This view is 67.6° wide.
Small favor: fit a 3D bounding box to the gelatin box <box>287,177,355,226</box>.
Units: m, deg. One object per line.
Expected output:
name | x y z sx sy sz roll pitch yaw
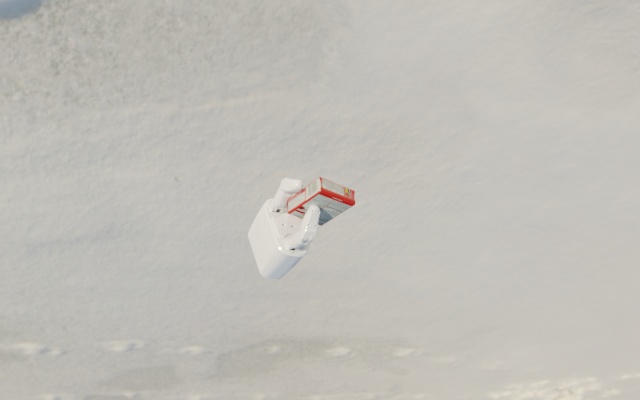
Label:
gelatin box | 0.000 0.003 0.768 0.073 0.030 0.089 20 -38 -34
